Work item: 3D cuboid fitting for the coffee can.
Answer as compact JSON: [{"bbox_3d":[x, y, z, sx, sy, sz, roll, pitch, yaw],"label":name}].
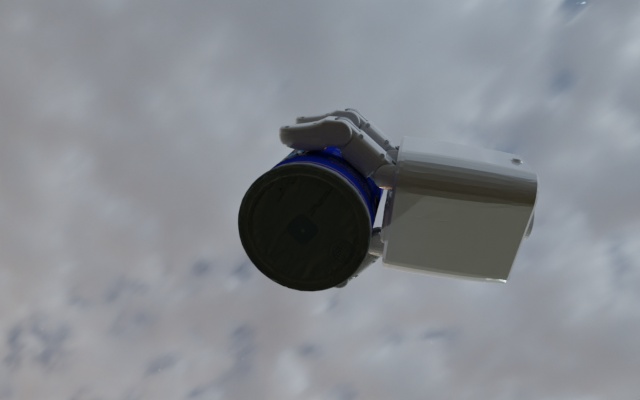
[{"bbox_3d":[0.000,0.001,0.420,0.103,0.103,0.140,0,18,12],"label":"coffee can"}]
